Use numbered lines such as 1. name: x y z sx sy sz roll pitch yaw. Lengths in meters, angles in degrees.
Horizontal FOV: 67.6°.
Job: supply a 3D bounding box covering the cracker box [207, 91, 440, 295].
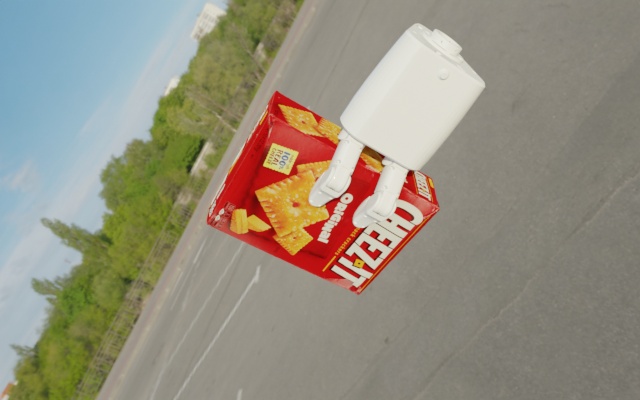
1. cracker box: 0.000 0.002 0.550 0.214 0.164 0.072 28 32 -16
